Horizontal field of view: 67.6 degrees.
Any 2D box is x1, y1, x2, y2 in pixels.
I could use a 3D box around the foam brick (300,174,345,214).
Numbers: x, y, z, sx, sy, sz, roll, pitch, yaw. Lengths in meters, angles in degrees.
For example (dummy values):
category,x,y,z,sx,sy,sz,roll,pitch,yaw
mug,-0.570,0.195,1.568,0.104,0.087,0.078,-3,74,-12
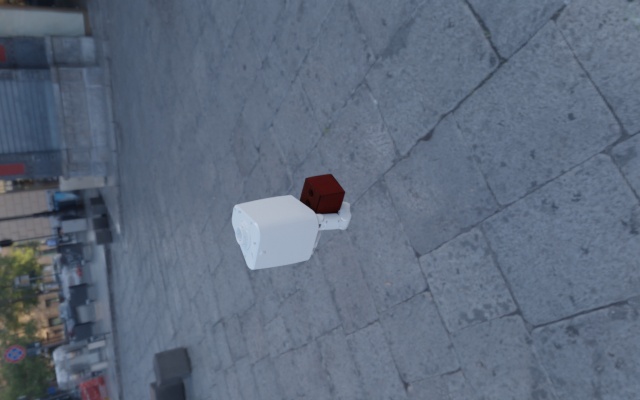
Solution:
category,x,y,z,sx,sy,sz,roll,pitch,yaw
foam brick,0.000,0.002,0.810,0.051,0.078,0.053,-8,41,-30
